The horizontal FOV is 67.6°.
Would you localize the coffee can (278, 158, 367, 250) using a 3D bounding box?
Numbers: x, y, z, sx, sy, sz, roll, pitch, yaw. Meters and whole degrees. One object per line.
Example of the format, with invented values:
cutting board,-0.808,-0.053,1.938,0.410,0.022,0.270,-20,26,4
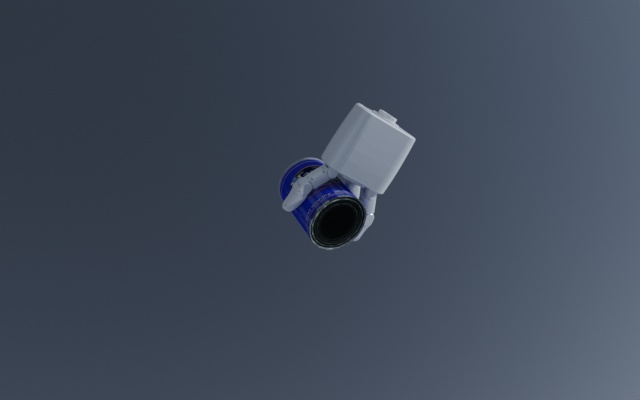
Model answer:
coffee can,0.000,0.003,0.813,0.103,0.103,0.140,0,30,-28
